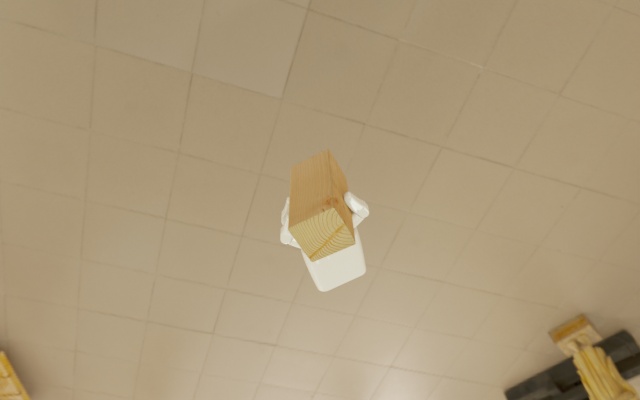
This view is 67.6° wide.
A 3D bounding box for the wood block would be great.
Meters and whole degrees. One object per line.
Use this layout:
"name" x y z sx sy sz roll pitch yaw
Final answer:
"wood block" 0.001 0.003 0.893 0.091 0.090 0.206 -24 32 13
